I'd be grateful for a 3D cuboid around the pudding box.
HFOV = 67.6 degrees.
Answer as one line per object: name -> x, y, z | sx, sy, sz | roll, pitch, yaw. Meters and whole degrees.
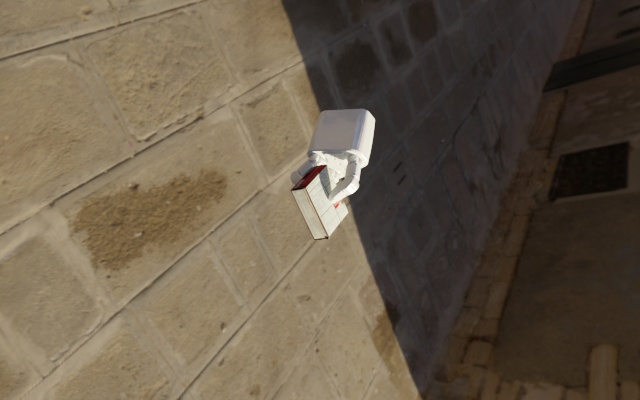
pudding box -> 0.000, 0.003, 0.880 | 0.039, 0.113, 0.090 | -10, 26, 37
